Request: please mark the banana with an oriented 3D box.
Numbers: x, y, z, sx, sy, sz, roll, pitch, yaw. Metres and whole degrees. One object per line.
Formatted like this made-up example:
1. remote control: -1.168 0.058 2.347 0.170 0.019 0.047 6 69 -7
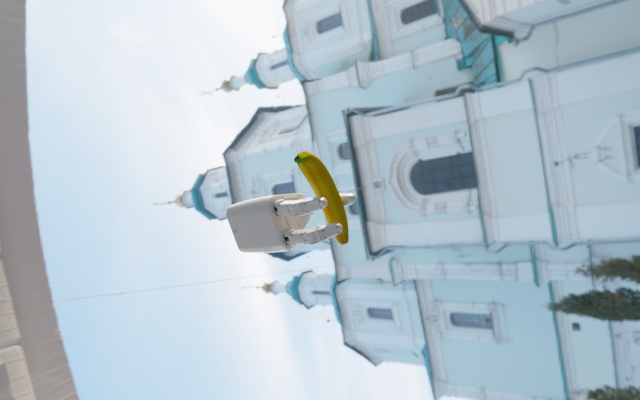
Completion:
1. banana: 0.003 -0.013 0.788 0.037 0.198 0.069 -10 39 27
